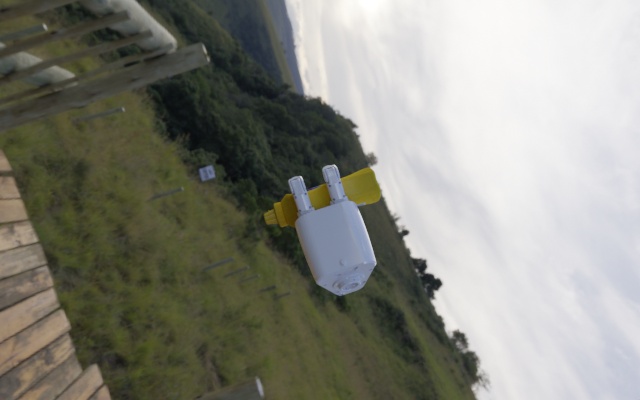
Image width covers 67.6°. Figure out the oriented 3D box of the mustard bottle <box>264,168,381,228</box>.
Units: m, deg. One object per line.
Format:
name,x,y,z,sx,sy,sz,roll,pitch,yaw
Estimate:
mustard bottle,0.000,0.002,0.789,0.191,0.058,0.096,-18,-5,-2
